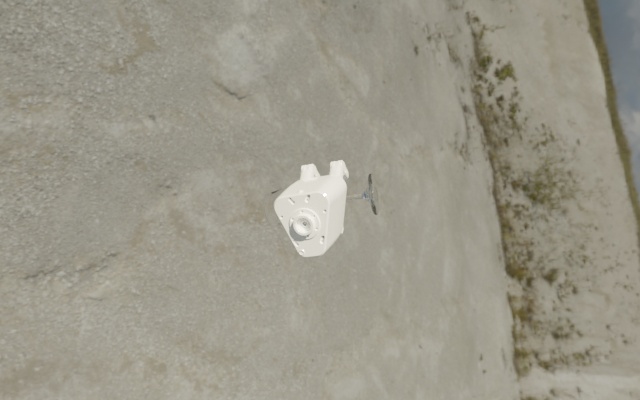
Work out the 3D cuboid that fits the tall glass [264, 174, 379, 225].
[{"bbox_3d":[0.001,0.003,0.871,0.201,0.079,0.079,-8,-3,17],"label":"tall glass"}]
